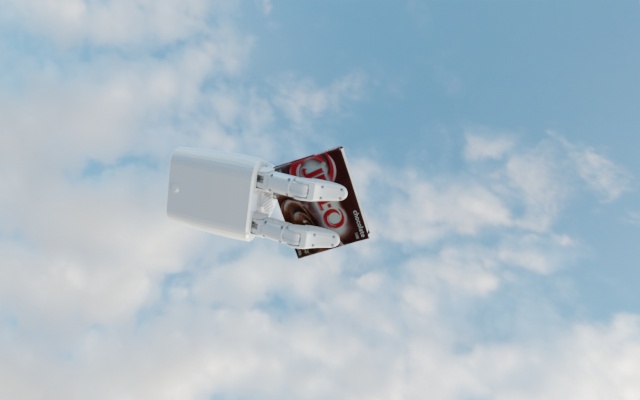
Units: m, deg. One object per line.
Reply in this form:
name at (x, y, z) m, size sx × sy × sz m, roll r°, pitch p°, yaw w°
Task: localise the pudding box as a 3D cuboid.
pudding box at (0.000, 0.002, 0.564) m, size 0.090 × 0.113 × 0.039 m, roll -17°, pitch 9°, yaw 12°
